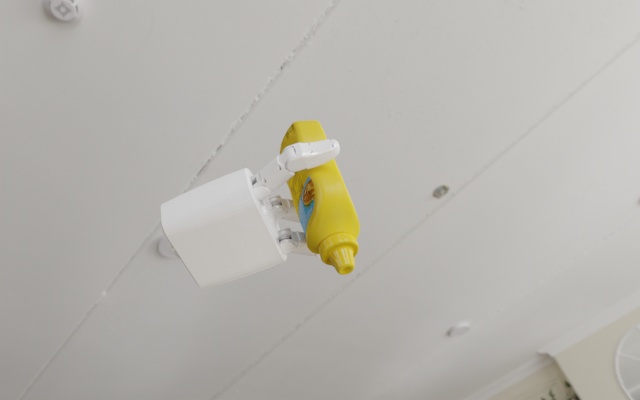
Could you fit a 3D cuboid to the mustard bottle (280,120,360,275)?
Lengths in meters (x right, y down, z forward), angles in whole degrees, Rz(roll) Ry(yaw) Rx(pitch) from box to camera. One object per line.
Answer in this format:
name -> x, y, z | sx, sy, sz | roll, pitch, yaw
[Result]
mustard bottle -> 0.000, 0.002, 0.538 | 0.058, 0.191, 0.096 | -4, -44, -17
